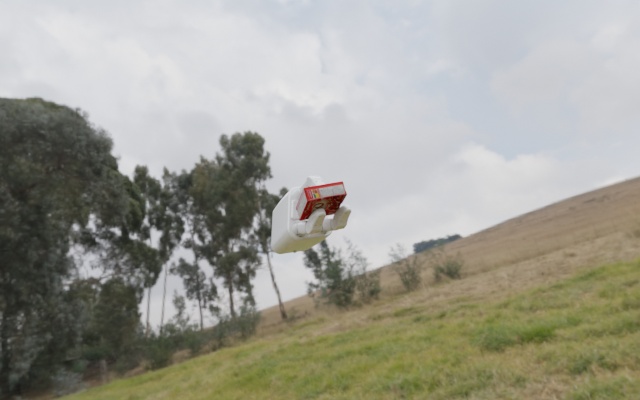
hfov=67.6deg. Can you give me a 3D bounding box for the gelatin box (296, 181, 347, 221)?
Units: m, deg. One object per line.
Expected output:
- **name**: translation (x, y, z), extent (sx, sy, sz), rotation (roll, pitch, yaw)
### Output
- **gelatin box**: translation (0.000, 0.002, 0.852), extent (0.073, 0.030, 0.089), rotation (-10, -23, -17)
